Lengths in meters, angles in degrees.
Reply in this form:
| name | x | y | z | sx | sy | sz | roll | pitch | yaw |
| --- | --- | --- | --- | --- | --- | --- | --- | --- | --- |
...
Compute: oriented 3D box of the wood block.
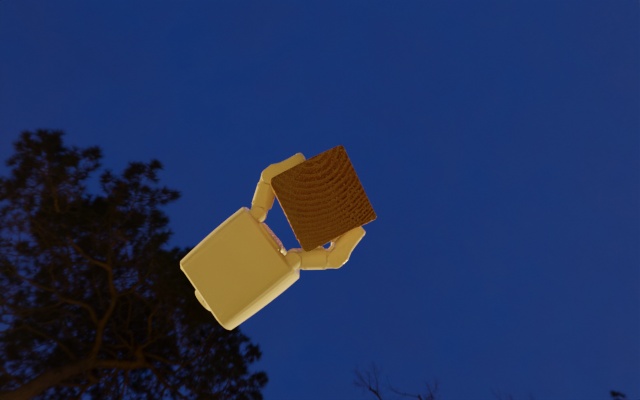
| name | x | y | z | sx | sy | sz | roll | pitch | yaw |
| --- | --- | --- | --- | --- | --- | --- | --- | --- | --- |
| wood block | 0.000 | 0.002 | 0.611 | 0.090 | 0.091 | 0.206 | -26 | -1 | -3 |
